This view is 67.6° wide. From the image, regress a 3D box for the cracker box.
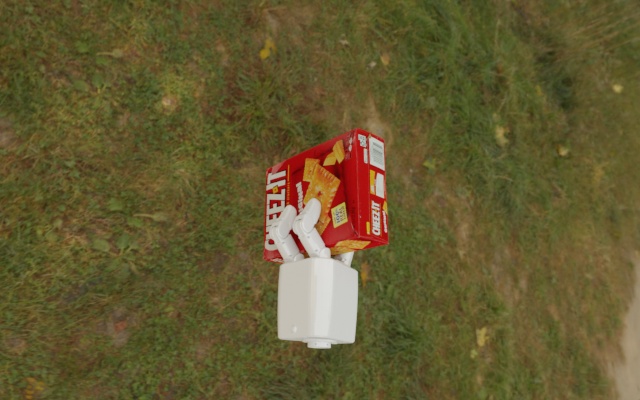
[{"bbox_3d":[0.000,0.002,0.736,0.072,0.164,0.214,17,-25,-41],"label":"cracker box"}]
